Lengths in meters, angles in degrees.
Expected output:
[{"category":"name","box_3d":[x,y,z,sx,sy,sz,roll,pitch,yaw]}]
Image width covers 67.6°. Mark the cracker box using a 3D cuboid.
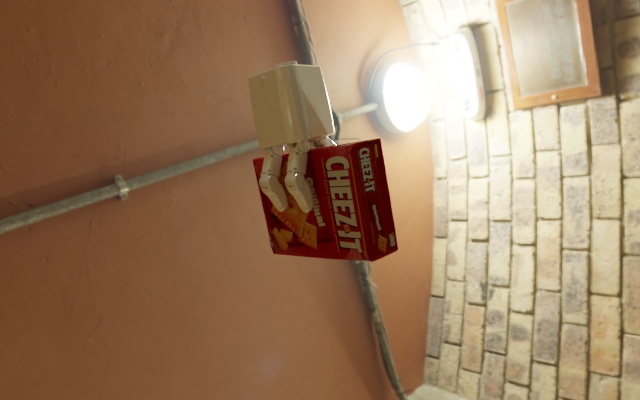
[{"category":"cracker box","box_3d":[0.000,0.002,0.722,0.213,0.164,0.072,-2,12,45]}]
